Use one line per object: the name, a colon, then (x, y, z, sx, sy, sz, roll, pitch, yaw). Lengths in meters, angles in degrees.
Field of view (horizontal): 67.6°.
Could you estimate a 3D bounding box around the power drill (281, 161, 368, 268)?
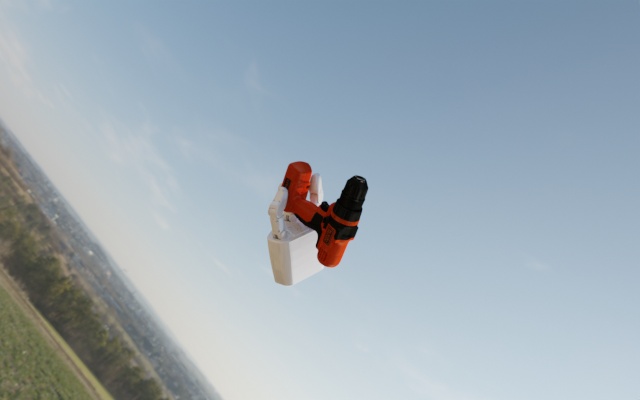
power drill: (0.000, 0.003, 0.882, 0.057, 0.184, 0.187, -2, 33, -40)
